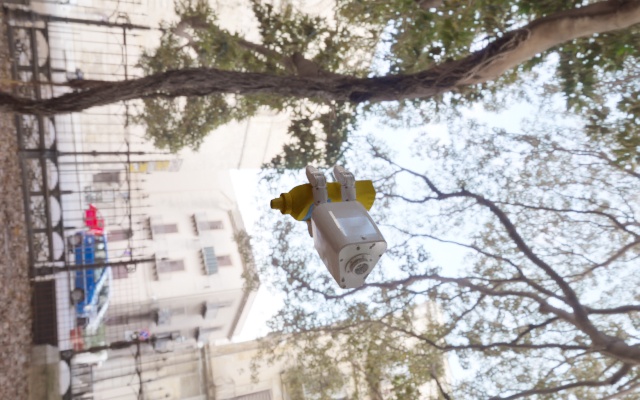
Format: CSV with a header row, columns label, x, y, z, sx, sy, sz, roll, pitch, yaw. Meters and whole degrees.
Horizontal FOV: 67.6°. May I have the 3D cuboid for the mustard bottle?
label,x,y,z,sx,sy,sz,roll,pitch,yaw
mustard bottle,0.000,0.003,0.876,0.191,0.058,0.096,-3,-29,-25
